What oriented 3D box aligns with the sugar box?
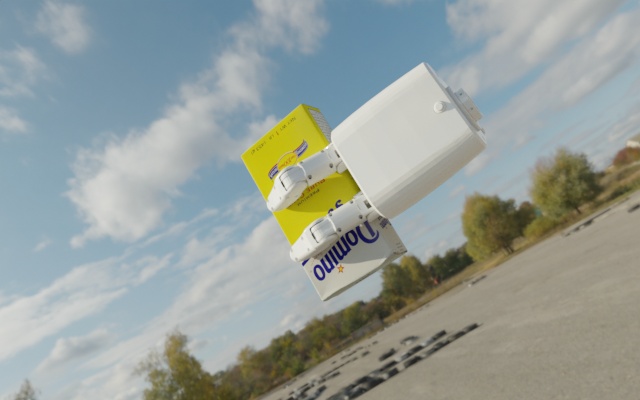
[{"bbox_3d":[0.000,0.001,0.482,0.093,0.176,0.048,-37,-17,22],"label":"sugar box"}]
